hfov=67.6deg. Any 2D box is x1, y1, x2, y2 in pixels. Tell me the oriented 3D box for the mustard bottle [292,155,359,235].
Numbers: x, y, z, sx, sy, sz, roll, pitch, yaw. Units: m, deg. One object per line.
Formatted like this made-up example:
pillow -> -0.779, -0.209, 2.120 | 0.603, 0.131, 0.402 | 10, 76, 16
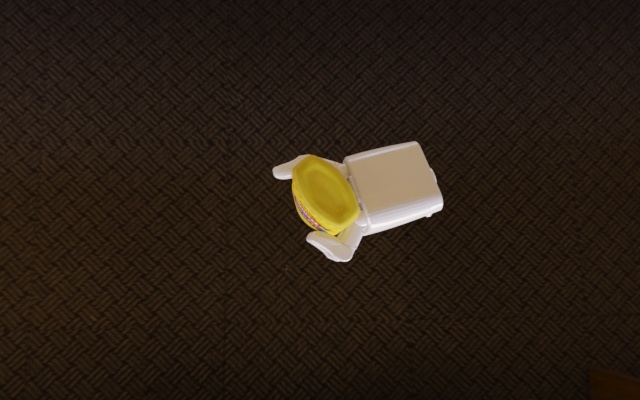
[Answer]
mustard bottle -> 0.000, 0.002, 0.653 | 0.058, 0.096, 0.191 | -40, -4, -8
